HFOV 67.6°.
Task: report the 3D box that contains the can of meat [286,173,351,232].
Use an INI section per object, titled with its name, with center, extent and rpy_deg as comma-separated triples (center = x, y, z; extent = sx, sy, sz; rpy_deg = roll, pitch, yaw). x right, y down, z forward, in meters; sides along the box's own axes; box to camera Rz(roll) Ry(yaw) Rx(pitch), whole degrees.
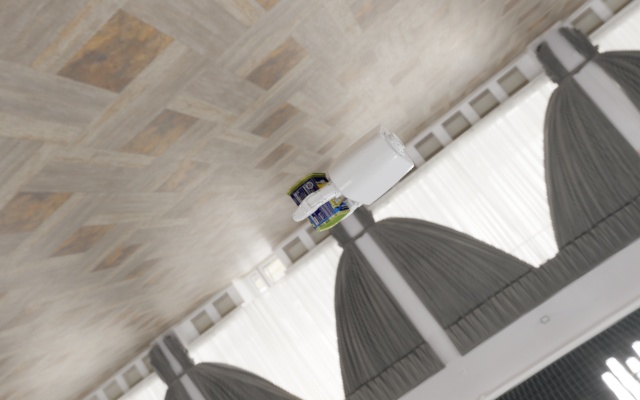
[can of meat]
center = 0.000, 0.003, 0.811
extent = 0.057, 0.084, 0.102
rpy_deg = -40, -9, 16
